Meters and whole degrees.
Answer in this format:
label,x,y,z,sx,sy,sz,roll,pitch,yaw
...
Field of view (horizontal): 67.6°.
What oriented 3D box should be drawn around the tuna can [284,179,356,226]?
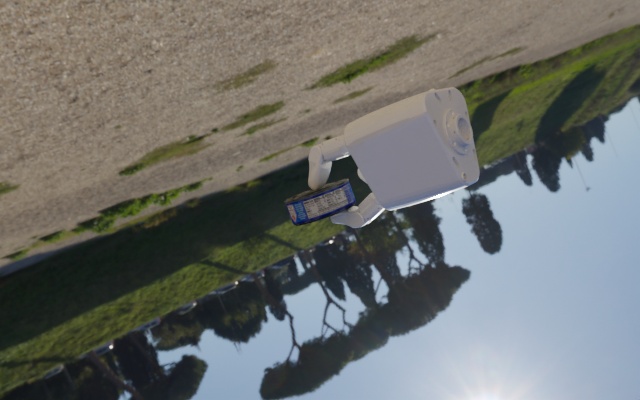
label,x,y,z,sx,sy,sz,roll,pitch,yaw
tuna can,0.000,0.003,0.601,0.086,0.034,0.086,-19,5,2
